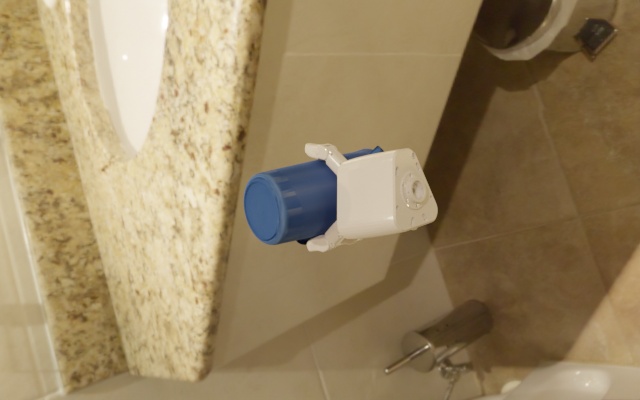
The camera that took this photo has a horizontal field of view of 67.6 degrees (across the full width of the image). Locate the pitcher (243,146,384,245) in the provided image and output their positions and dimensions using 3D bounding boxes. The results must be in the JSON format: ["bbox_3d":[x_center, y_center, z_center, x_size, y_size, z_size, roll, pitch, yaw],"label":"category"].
[{"bbox_3d":[0.000,0.002,0.773,0.243,0.149,0.145,-13,4,-40],"label":"pitcher"}]
